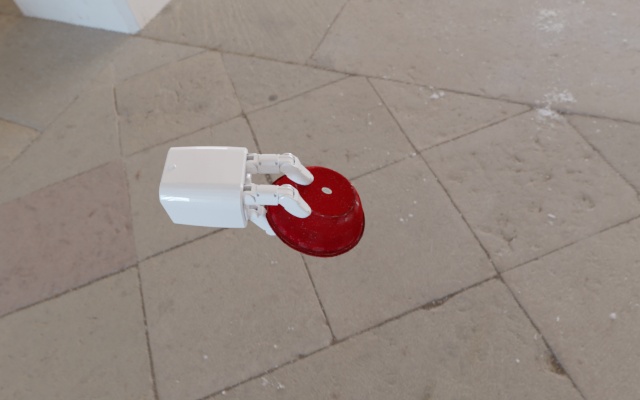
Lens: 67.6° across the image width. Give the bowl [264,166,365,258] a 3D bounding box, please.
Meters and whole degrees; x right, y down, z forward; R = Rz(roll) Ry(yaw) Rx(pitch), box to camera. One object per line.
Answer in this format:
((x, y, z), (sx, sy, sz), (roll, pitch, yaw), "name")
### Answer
((0.001, 0.002, 0.712), (0.162, 0.162, 0.055), (0, -36, -21), "bowl")
